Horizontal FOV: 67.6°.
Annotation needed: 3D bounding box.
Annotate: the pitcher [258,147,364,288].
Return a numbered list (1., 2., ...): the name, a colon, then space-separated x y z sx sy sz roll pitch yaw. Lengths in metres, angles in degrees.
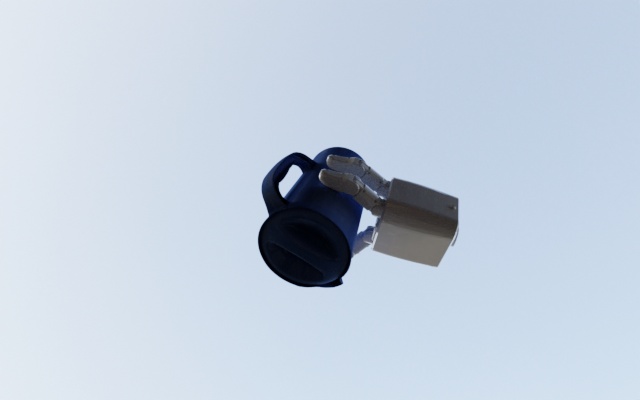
1. pitcher: 0.000 0.003 0.737 0.145 0.149 0.242 16 33 7
